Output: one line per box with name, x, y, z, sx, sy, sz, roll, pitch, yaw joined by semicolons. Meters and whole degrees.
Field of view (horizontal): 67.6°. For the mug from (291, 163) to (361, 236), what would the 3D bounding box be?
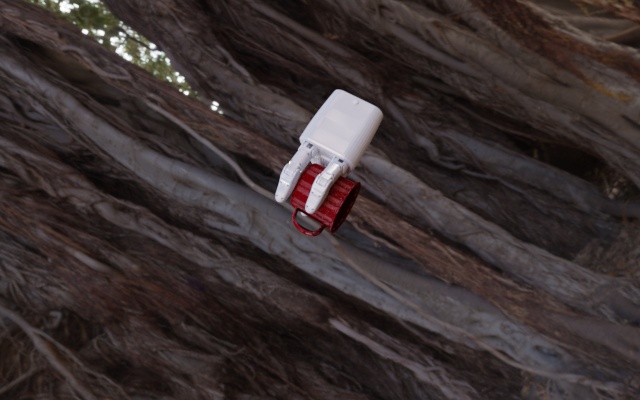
mug;-0.001;0.004;0.755;0.081;0.117;0.093;29;-17;13
